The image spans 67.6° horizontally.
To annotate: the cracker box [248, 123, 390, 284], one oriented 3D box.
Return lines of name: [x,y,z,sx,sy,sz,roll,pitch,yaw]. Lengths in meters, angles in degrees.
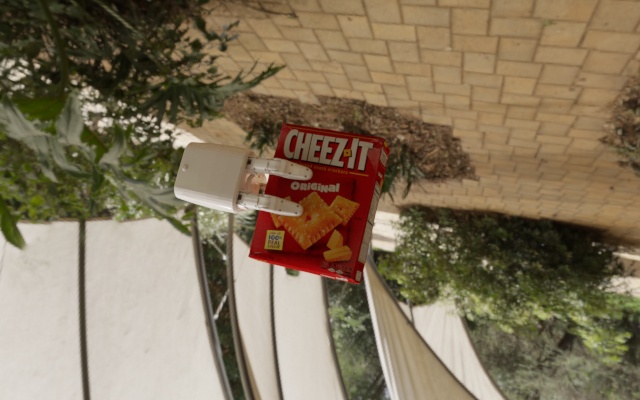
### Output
cracker box: [0.000,0.003,0.718,0.164,0.213,0.072,11,-9,16]
